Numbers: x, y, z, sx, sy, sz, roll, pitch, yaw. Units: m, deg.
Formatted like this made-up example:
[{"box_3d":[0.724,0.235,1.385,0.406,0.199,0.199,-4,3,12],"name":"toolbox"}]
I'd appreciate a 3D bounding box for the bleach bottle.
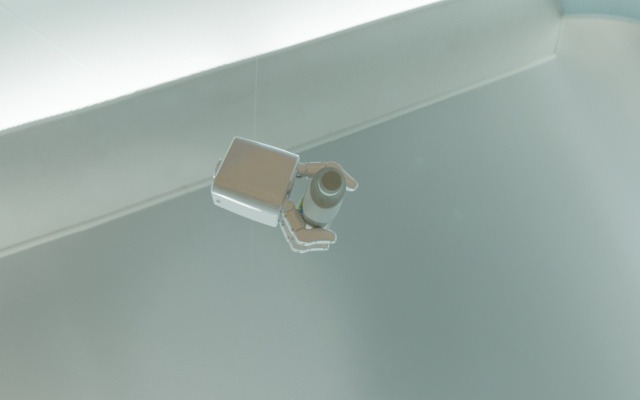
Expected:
[{"box_3d":[0.000,0.003,0.742,0.068,0.102,0.251,20,-18,-2],"name":"bleach bottle"}]
